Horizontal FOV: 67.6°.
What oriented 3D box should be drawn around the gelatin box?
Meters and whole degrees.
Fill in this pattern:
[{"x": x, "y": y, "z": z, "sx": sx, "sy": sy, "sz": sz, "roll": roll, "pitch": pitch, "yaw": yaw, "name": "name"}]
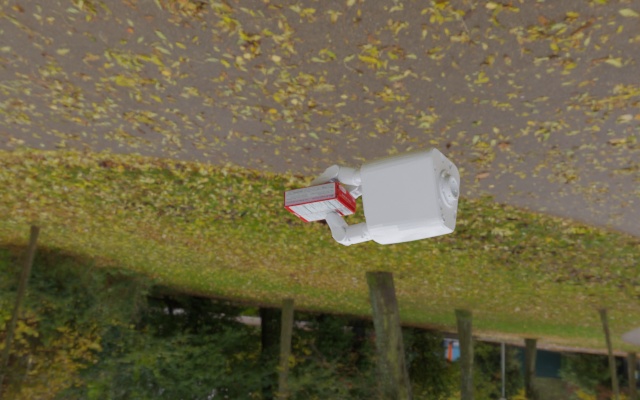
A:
[{"x": 0.000, "y": 0.003, "z": 0.719, "sx": 0.089, "sy": 0.030, "sz": 0.073, "roll": -11, "pitch": -24, "yaw": 22, "name": "gelatin box"}]
